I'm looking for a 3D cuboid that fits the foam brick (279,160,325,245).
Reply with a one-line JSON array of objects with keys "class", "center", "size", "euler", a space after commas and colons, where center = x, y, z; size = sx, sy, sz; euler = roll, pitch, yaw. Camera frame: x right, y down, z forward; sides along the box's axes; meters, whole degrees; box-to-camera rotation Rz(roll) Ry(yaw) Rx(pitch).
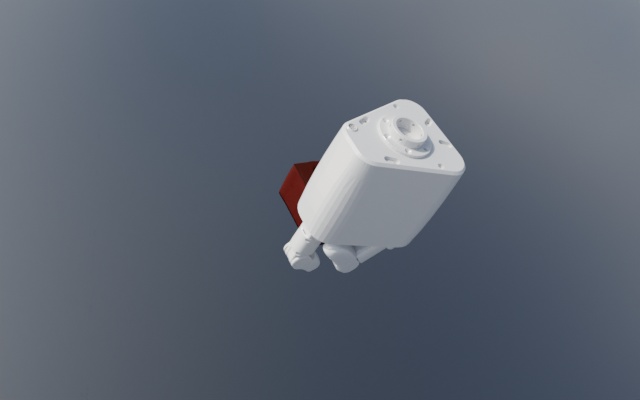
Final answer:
[{"class": "foam brick", "center": [0.000, 0.002, 0.510], "size": [0.053, 0.078, 0.051], "euler": [-11, -33, -33]}]
